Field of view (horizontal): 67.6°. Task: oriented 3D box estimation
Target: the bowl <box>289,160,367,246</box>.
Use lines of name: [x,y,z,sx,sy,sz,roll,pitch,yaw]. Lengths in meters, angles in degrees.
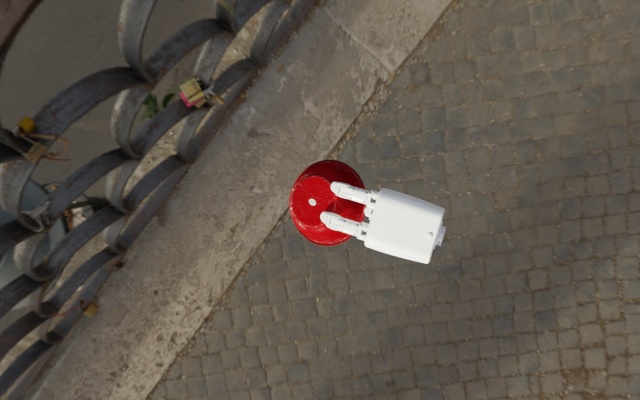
bowl: [-0.001,0.003,0.867,0.162,0.162,0.055,0,-3,29]
